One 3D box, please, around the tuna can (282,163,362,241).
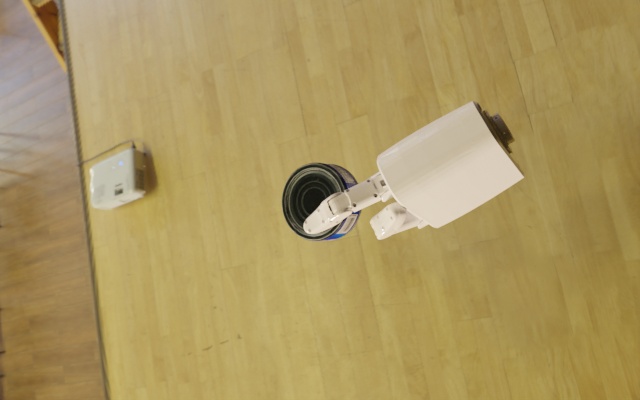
[{"bbox_3d":[0.000,0.002,0.520,0.086,0.086,0.034,0,-1,31],"label":"tuna can"}]
